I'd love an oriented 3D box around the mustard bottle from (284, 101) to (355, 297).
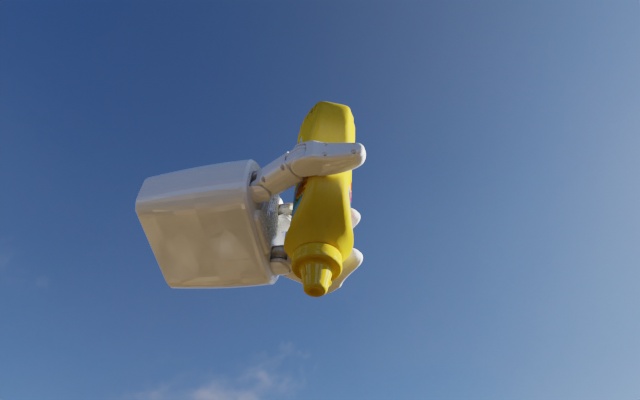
[{"bbox_3d":[0.000,0.001,0.434,0.058,0.191,0.096,11,-44,-6],"label":"mustard bottle"}]
